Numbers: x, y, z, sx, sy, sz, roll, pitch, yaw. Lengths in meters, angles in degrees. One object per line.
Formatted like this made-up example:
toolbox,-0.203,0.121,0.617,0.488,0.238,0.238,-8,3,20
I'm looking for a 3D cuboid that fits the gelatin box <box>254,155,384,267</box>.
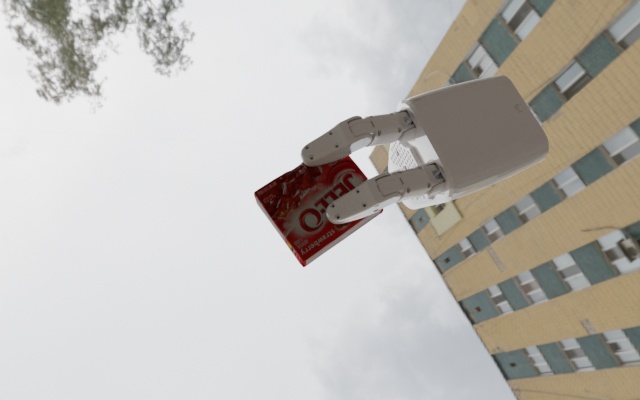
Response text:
gelatin box,0.000,0.002,0.408,0.089,0.073,0.030,-34,-15,-12
